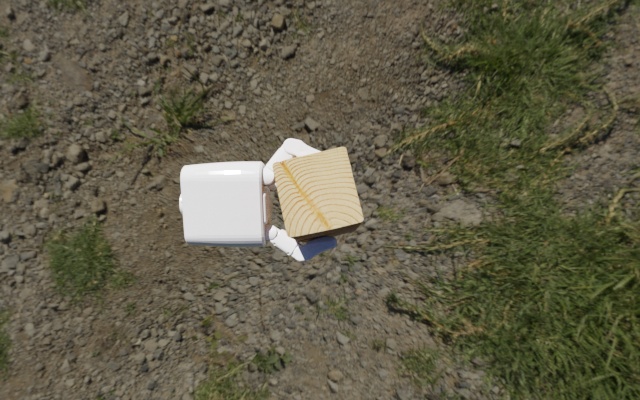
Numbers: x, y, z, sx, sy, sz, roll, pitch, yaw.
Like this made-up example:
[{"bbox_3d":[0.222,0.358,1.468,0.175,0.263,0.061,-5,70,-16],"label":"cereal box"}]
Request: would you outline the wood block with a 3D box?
[{"bbox_3d":[0.000,0.002,0.640,0.090,0.091,0.206,-13,-6,1],"label":"wood block"}]
